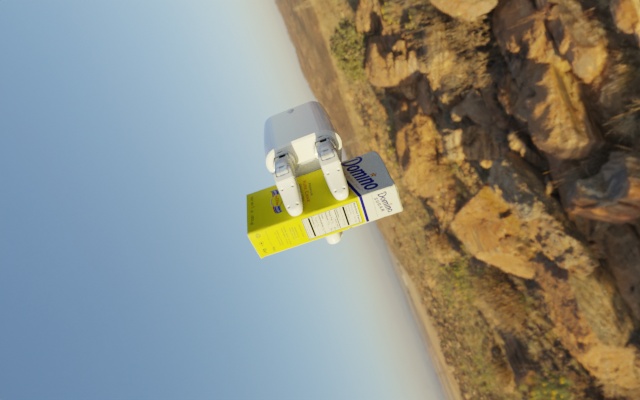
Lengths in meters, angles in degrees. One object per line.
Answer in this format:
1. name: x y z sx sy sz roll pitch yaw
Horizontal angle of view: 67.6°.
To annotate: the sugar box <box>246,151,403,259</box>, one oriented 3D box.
1. sugar box: 0.000 0.001 0.575 0.176 0.048 0.093 -21 33 3
